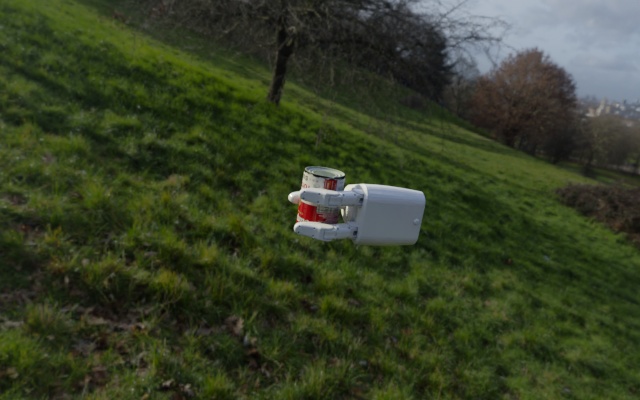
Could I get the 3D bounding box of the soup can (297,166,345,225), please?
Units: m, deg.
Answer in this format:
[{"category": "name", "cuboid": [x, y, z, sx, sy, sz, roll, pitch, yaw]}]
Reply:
[{"category": "soup can", "cuboid": [0.000, 0.002, 0.768, 0.068, 0.102, 0.068, 8, 16, -2]}]
